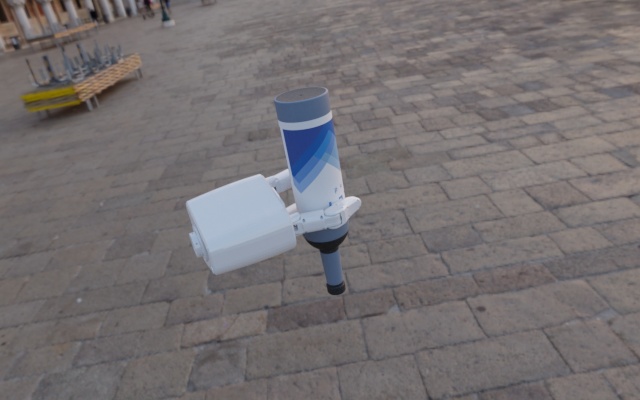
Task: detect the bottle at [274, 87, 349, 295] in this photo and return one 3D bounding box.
[{"bbox_3d":[0.000,0.002,0.640,0.069,0.296,0.069,-8,26,4],"label":"bottle"}]
